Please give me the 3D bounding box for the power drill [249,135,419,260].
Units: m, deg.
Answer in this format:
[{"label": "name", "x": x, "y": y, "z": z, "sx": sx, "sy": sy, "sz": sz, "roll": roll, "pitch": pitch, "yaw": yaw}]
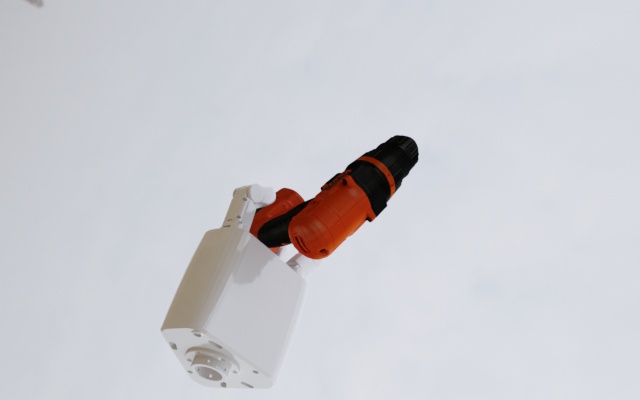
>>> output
[{"label": "power drill", "x": 0.000, "y": 0.002, "z": 0.511, "sx": 0.184, "sy": 0.057, "sz": 0.188, "roll": -39, "pitch": 11, "yaw": -37}]
